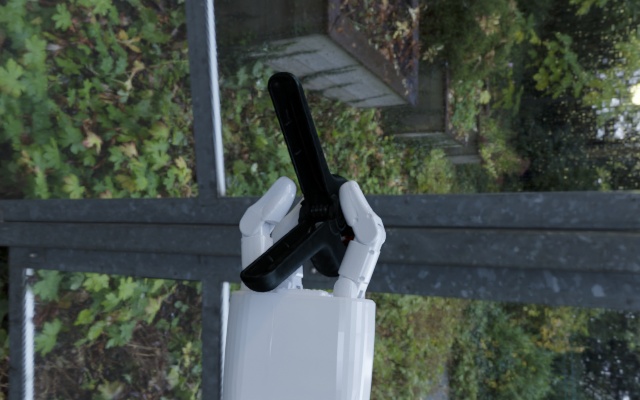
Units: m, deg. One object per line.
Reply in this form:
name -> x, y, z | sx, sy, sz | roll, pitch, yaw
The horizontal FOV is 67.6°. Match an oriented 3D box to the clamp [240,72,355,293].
clamp -> 0.001, 0.002, 0.412 | 0.036, 0.164, 0.210 | -2, -14, 23
